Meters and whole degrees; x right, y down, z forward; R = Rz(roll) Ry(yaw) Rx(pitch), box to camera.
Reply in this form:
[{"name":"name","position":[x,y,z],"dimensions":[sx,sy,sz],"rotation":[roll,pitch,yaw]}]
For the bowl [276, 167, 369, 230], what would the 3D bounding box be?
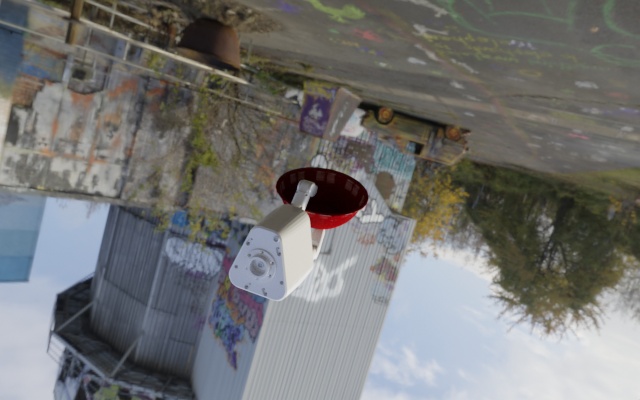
[{"name":"bowl","position":[0.001,0.003,0.838],"dimensions":[0.162,0.055,0.162],"rotation":[6,32,-4]}]
